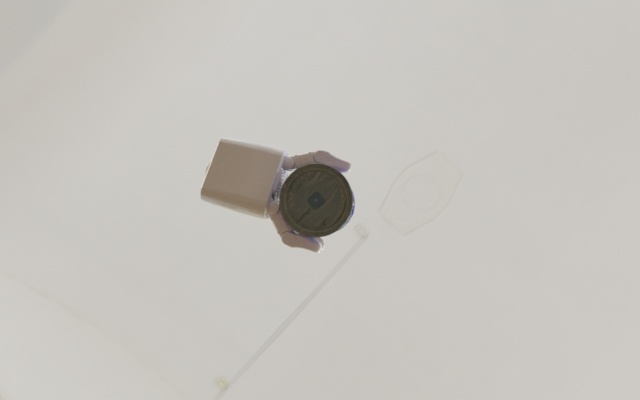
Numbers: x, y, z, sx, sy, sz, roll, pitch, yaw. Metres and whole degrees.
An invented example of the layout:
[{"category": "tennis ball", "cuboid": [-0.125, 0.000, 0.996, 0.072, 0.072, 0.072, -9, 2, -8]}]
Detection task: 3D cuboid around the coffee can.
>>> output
[{"category": "coffee can", "cuboid": [0.000, 0.002, 0.724, 0.103, 0.103, 0.140, 0, -2, 5]}]
